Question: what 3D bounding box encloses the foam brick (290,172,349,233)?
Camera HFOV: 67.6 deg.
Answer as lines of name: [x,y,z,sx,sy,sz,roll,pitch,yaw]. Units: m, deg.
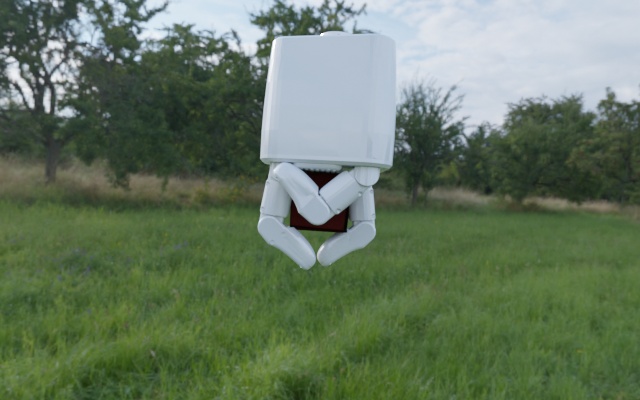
foam brick: [0.000,0.002,0.452,0.053,0.051,0.078,4,0,-1]
